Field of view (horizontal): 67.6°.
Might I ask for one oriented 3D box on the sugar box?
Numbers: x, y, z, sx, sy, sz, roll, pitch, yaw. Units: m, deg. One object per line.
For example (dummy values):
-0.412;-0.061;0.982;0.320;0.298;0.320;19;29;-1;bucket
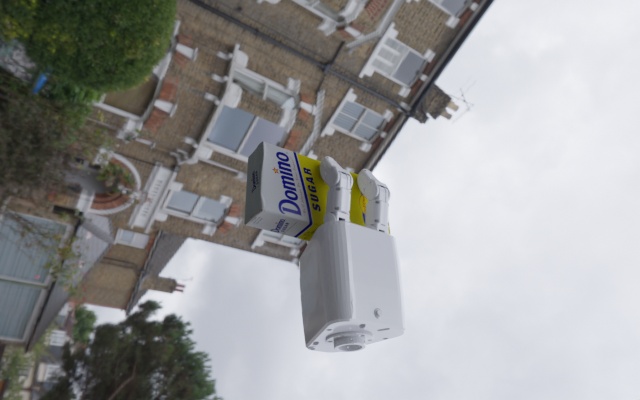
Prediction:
0.000;0.002;0.562;0.176;0.093;0.048;18;-37;-30;sugar box
